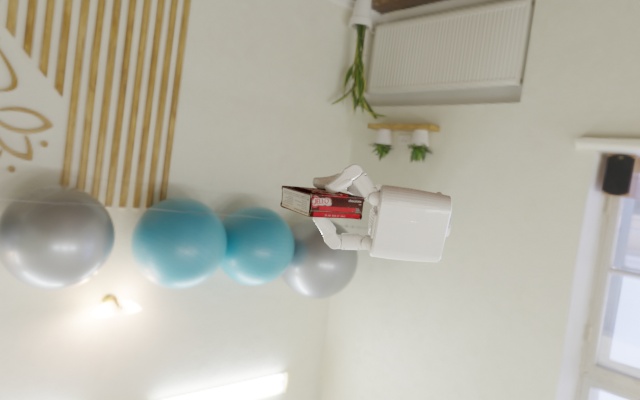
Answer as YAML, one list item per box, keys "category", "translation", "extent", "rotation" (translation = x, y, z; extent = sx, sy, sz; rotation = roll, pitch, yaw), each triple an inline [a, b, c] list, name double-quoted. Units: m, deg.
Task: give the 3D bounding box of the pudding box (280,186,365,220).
- category: "pudding box"
  translation: [0.000, 0.003, 0.730]
  extent: [0.090, 0.039, 0.113]
  rotation: [5, 3, -28]
